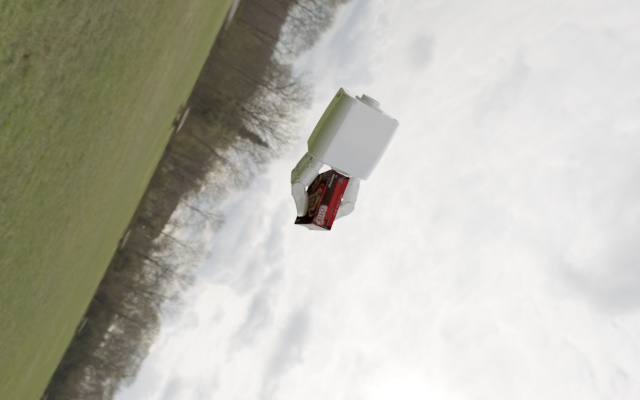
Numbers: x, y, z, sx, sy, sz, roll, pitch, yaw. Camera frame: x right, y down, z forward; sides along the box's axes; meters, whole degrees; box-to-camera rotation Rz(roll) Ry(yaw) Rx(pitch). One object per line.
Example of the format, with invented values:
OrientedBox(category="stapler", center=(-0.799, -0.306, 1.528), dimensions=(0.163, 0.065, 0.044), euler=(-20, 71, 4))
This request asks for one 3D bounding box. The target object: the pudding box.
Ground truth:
OrientedBox(category="pudding box", center=(0.000, 0.003, 0.768), dimensions=(0.039, 0.090, 0.113), euler=(24, -10, -12))
